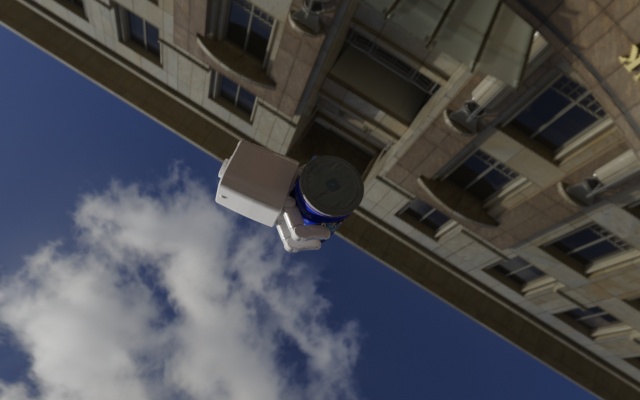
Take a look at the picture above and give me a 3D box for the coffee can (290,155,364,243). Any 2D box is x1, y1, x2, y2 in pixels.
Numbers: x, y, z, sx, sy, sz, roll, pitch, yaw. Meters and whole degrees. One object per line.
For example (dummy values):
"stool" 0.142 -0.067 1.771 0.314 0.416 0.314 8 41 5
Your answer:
"coffee can" 0.000 0.003 0.791 0.103 0.102 0.140 0 -23 -17
